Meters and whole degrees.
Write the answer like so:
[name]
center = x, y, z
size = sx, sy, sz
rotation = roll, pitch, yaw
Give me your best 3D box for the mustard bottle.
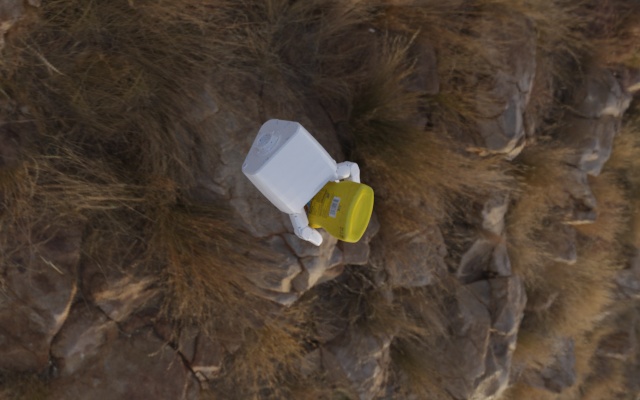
[mustard bottle]
center = 0.001, 0.003, 0.825
size = 0.058, 0.096, 0.191
rotation = 14, 2, -44
